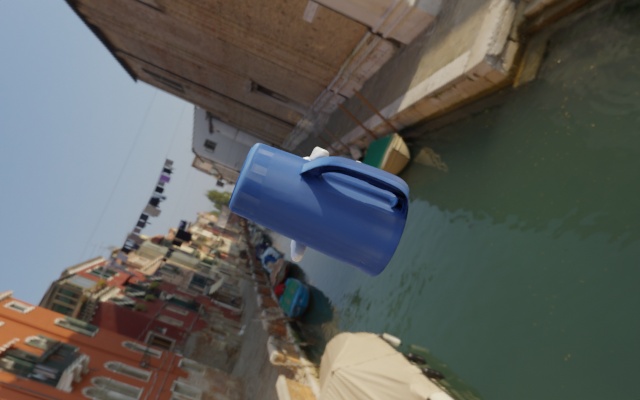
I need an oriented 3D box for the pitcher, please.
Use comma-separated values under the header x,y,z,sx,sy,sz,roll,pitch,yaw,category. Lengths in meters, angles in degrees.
x,y,z,sx,sy,sz,roll,pitch,yaw,category
0.000,0.002,0.695,0.243,0.149,0.145,22,3,-8,pitcher
